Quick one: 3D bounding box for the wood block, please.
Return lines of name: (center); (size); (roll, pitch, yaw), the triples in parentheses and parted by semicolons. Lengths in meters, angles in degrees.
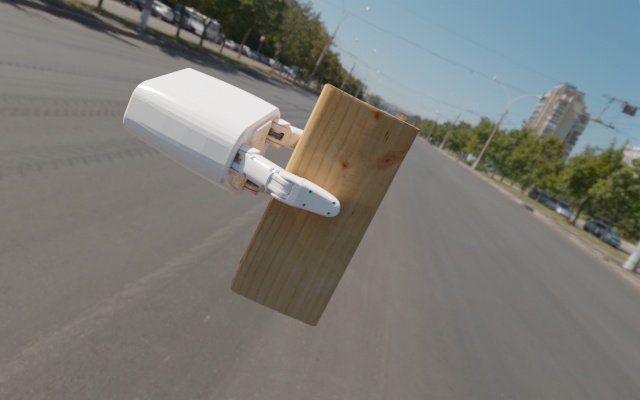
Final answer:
wood block: (0.000, 0.001, 0.465); (0.090, 0.206, 0.090); (25, 12, -7)
